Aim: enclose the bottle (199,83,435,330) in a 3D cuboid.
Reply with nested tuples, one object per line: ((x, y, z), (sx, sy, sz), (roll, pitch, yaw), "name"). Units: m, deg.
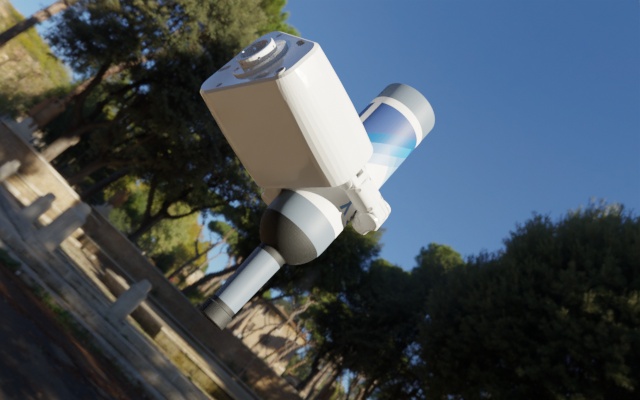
((0.000, 0.001, 0.458), (0.295, 0.069, 0.069), (-47, 21, -21), "bottle")
